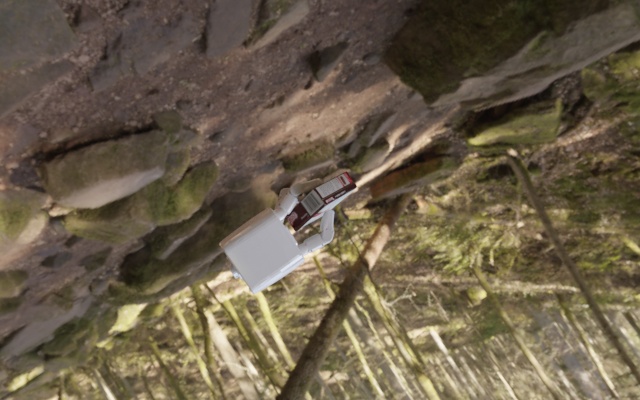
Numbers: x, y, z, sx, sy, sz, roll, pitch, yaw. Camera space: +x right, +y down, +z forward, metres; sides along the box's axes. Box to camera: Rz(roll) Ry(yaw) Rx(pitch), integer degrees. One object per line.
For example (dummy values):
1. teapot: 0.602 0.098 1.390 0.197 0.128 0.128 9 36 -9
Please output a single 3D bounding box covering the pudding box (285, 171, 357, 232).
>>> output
1. pudding box: 0.000 0.003 0.847 0.090 0.039 0.113 -30 -7 -41
